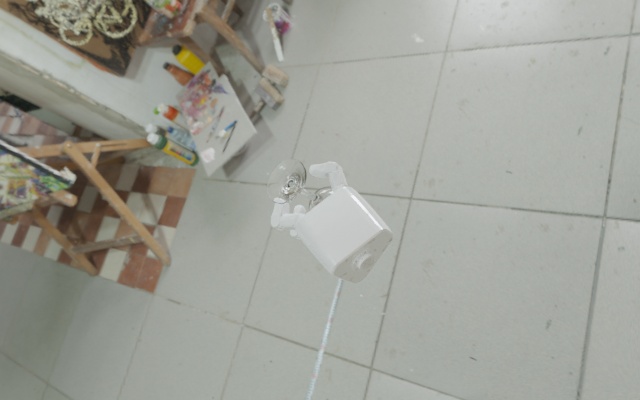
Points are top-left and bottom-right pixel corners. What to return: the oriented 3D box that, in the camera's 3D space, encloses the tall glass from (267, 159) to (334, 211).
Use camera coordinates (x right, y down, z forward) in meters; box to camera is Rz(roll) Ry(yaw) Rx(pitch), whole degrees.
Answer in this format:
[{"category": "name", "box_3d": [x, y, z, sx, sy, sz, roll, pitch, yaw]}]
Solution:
[{"category": "tall glass", "box_3d": [0.000, 0.002, 0.810, 0.079, 0.079, 0.201, 0, -19, 34]}]
